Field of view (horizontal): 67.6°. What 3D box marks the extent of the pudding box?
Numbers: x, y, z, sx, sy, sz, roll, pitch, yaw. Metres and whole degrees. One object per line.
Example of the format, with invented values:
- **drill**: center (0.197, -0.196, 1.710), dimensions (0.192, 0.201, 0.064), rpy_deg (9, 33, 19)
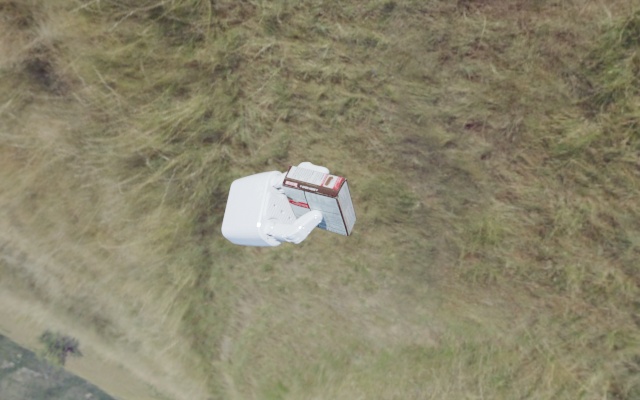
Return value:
- **pudding box**: center (0.000, 0.002, 0.704), dimensions (0.090, 0.039, 0.114), rpy_deg (14, -27, 21)
